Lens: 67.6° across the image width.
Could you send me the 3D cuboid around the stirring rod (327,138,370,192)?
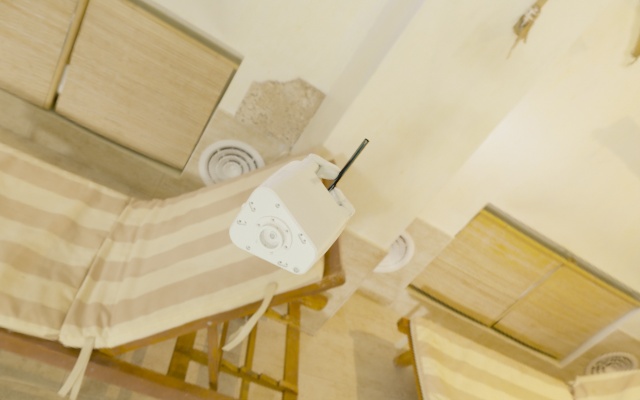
[{"bbox_3d":[0.000,0.002,0.712,0.011,0.240,0.011,28,29,-17],"label":"stirring rod"}]
